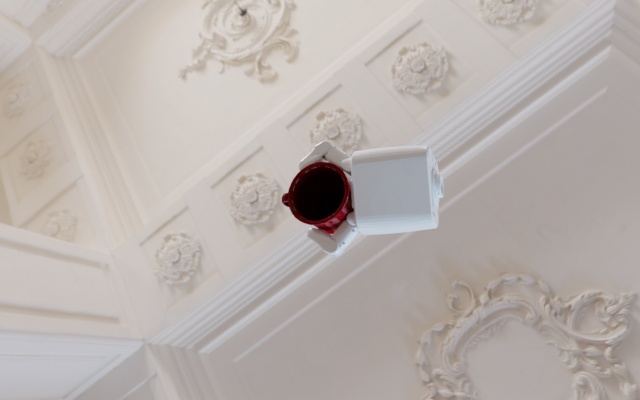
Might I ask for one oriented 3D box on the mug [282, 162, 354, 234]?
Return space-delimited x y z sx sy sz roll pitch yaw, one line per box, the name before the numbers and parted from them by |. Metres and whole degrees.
mug | -0.001 0.003 0.702 0.117 0.093 0.081 -4 -20 23
